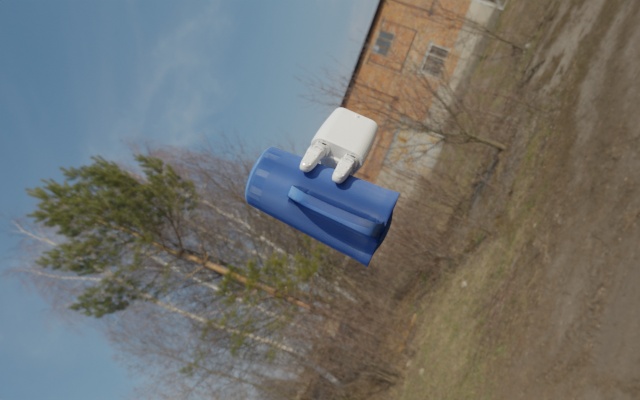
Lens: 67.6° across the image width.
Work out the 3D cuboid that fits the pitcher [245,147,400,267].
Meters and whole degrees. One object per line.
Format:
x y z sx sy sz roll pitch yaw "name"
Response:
0.000 0.003 0.794 0.243 0.145 0.149 24 -40 7 "pitcher"
